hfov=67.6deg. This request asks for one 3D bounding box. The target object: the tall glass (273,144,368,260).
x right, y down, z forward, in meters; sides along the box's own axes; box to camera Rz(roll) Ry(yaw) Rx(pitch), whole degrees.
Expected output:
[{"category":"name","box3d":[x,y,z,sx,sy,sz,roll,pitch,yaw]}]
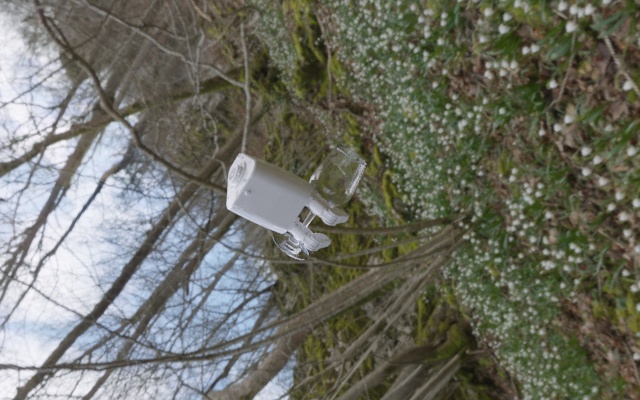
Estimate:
[{"category":"tall glass","box3d":[0.000,0.003,0.822,0.079,0.201,0.079,31,17,-11]}]
